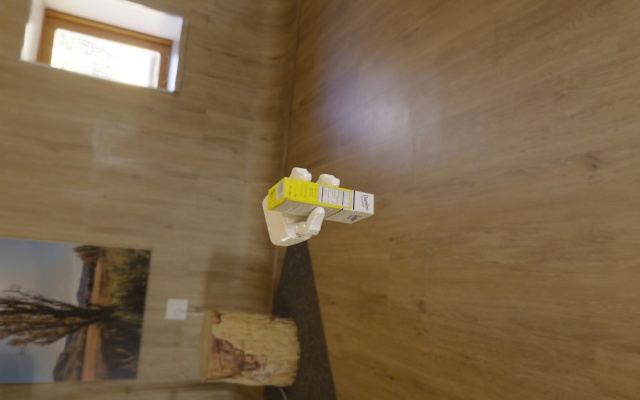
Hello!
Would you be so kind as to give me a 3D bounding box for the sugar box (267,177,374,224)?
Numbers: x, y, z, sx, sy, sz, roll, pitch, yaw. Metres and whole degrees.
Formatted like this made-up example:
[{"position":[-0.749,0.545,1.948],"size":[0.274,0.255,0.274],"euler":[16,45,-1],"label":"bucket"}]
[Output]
[{"position":[0.000,0.002,0.877],"size":[0.176,0.048,0.093],"euler":[8,-17,-24],"label":"sugar box"}]
